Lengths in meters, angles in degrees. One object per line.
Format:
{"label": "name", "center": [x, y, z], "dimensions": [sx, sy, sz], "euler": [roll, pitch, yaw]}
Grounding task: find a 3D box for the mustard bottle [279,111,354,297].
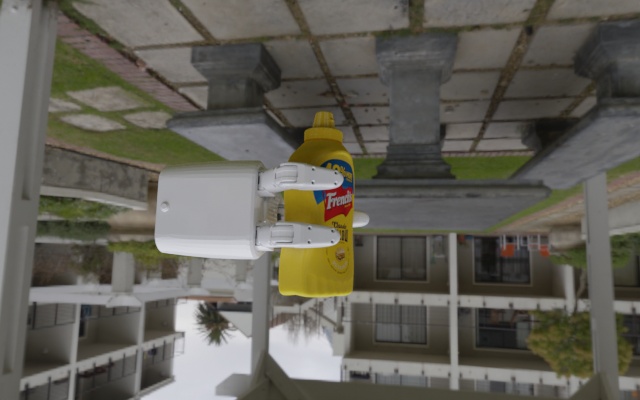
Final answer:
{"label": "mustard bottle", "center": [0.000, 0.002, 0.498], "dimensions": [0.058, 0.191, 0.096], "euler": [-3, -9, 35]}
